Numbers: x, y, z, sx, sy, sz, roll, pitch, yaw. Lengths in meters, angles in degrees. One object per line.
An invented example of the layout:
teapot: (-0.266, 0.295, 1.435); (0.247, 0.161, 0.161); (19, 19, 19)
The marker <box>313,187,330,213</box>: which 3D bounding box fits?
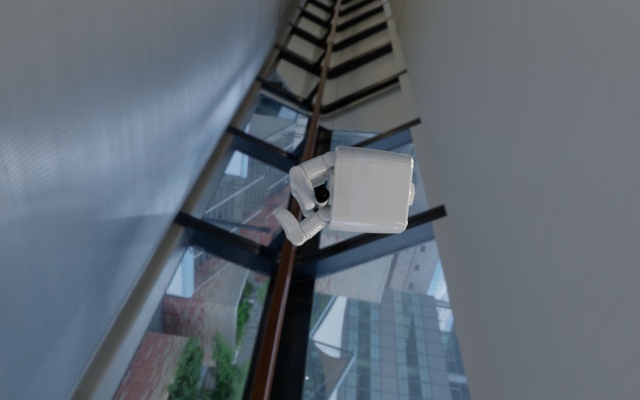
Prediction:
marker: (0.000, 0.002, 0.650); (0.020, 0.020, 0.121); (0, -11, -3)
